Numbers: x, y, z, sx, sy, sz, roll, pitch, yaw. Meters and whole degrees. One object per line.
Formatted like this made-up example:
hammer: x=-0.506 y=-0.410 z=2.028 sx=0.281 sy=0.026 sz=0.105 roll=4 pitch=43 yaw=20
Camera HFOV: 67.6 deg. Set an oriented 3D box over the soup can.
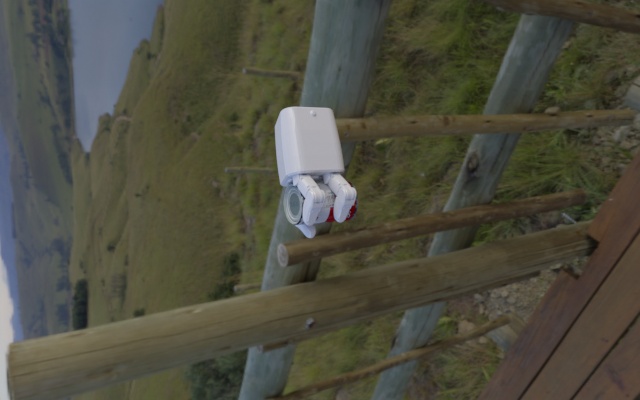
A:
soup can: x=0.000 y=0.003 z=0.770 sx=0.102 sy=0.068 sz=0.068 roll=-4 pitch=2 yaw=-30
